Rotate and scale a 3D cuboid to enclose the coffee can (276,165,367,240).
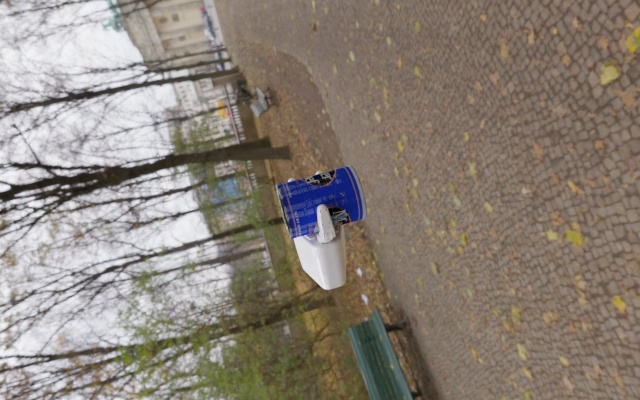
[{"bbox_3d":[0.000,0.003,0.860,0.140,0.103,0.103,-15,2,-8],"label":"coffee can"}]
